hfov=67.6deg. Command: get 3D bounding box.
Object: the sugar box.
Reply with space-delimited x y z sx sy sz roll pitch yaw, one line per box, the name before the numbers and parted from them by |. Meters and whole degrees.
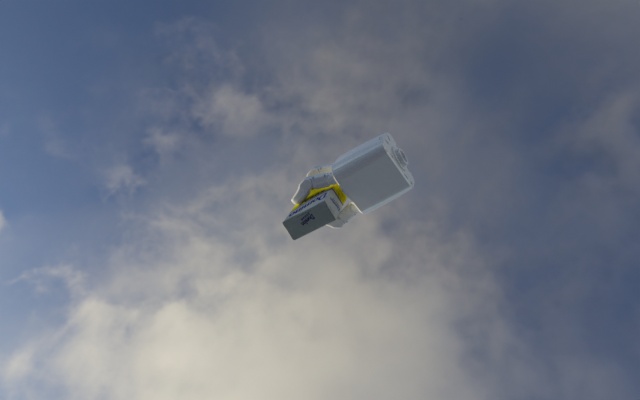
sugar box | 0.000 0.002 0.888 0.093 0.048 0.176 -27 11 23
